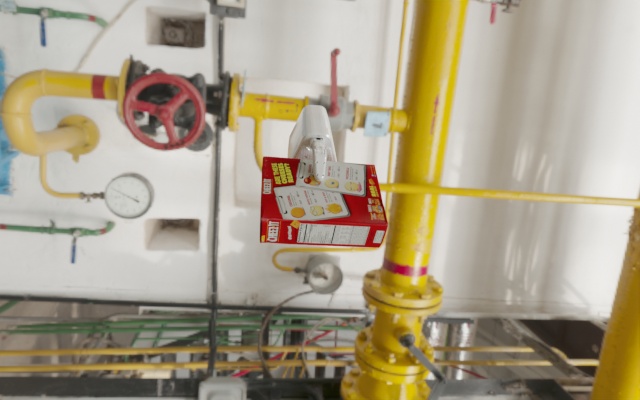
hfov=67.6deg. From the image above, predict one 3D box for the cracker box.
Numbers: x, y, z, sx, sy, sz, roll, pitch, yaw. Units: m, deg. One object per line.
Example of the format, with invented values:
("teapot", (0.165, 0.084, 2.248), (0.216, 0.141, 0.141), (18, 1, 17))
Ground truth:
("cracker box", (0.000, 0.003, 0.855), (0.214, 0.072, 0.164), (3, 43, -8))
